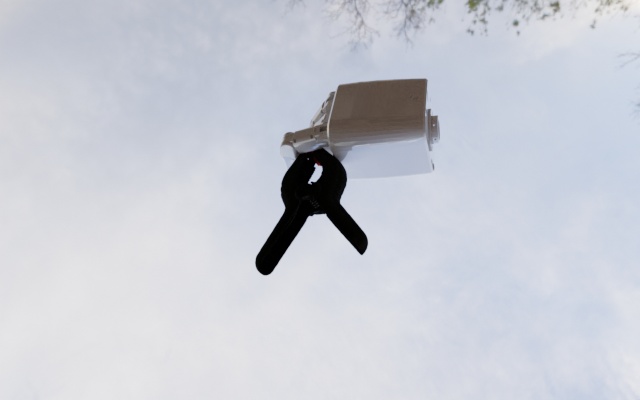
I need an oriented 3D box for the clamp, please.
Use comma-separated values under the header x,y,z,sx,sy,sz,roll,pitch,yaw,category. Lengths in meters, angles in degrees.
x,y,z,sx,sy,sz,roll,pitch,yaw,category
0.000,0.002,0.517,0.120,0.171,0.039,-3,-37,20,clamp
